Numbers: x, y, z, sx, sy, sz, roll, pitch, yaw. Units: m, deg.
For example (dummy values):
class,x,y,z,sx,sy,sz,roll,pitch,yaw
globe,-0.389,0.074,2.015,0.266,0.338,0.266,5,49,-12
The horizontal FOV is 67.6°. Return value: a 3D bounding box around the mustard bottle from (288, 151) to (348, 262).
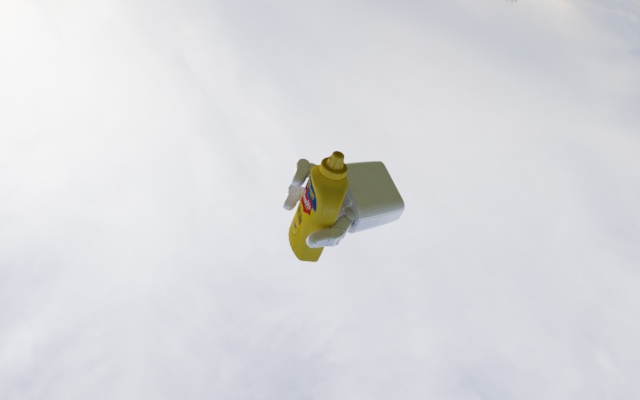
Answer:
class,x,y,z,sx,sy,sz,roll,pitch,yaw
mustard bottle,0.000,0.003,0.749,0.058,0.192,0.096,8,41,-16
